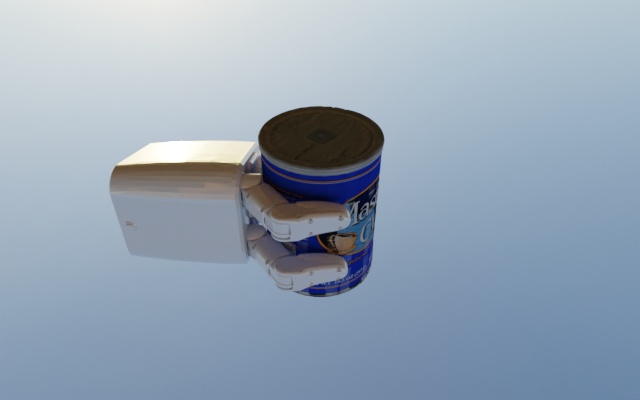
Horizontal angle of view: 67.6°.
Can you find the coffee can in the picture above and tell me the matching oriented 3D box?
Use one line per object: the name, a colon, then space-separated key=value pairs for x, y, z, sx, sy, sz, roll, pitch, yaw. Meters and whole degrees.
coffee can: x=0.000 y=0.001 z=0.429 sx=0.103 sy=0.140 sz=0.102 roll=0 pitch=37 yaw=0
